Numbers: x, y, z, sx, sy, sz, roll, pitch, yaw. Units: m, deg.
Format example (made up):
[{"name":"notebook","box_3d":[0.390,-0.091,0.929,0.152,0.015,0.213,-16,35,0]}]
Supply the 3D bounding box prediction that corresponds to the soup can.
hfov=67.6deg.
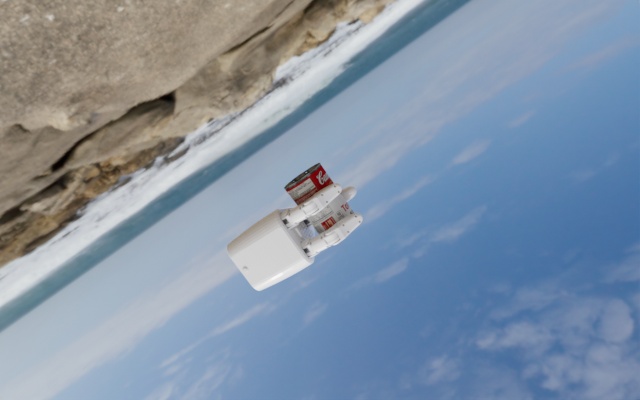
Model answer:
[{"name":"soup can","box_3d":[0.001,0.002,0.738,0.068,0.102,0.068,-34,9,6]}]
